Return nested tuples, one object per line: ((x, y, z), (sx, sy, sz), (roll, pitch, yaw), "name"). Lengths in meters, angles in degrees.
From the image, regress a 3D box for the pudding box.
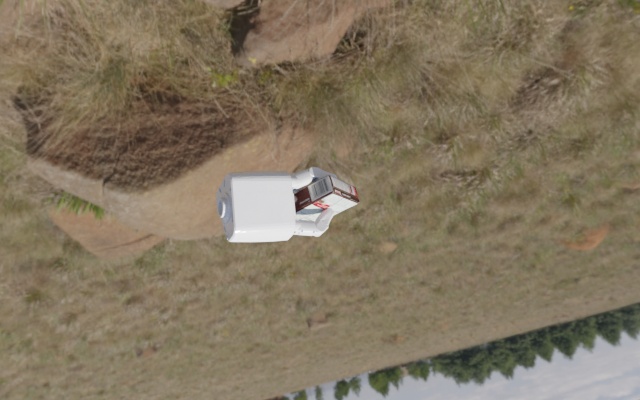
((0.000, 0.003, 0.871), (0.113, 0.039, 0.090), (-26, -26, 28), "pudding box")
